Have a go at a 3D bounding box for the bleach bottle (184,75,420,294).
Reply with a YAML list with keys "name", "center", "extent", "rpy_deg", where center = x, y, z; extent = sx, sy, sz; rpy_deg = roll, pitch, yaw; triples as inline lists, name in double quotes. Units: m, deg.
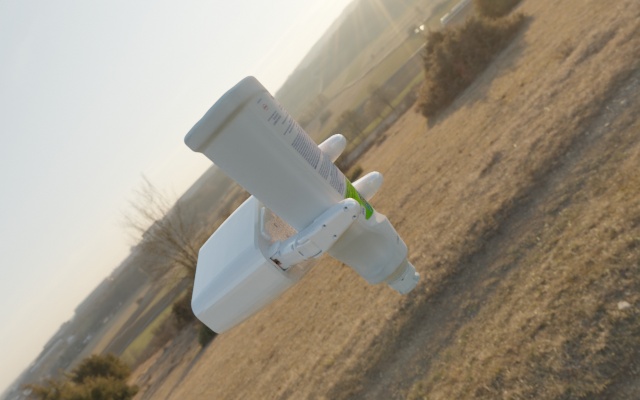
- name: "bleach bottle"
  center: [0.000, 0.001, 0.439]
  extent: [0.068, 0.251, 0.102]
  rpy_deg: [-40, 14, 22]
